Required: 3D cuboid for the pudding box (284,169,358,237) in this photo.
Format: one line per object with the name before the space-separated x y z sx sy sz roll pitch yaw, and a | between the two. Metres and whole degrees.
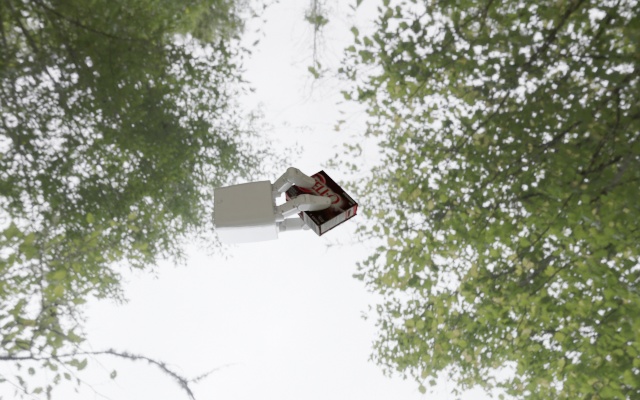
pudding box | 0.000 0.003 0.874 0.090 0.039 0.113 -30 56 -22
